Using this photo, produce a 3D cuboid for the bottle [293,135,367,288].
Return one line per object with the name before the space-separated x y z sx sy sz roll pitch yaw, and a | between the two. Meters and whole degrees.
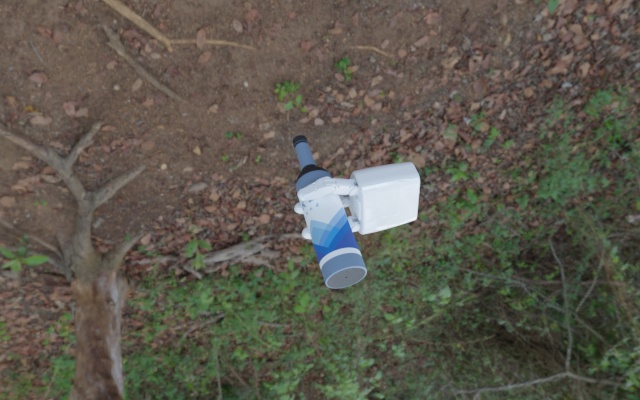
bottle | 0.000 0.003 0.809 0.069 0.295 0.069 -13 -34 -9
